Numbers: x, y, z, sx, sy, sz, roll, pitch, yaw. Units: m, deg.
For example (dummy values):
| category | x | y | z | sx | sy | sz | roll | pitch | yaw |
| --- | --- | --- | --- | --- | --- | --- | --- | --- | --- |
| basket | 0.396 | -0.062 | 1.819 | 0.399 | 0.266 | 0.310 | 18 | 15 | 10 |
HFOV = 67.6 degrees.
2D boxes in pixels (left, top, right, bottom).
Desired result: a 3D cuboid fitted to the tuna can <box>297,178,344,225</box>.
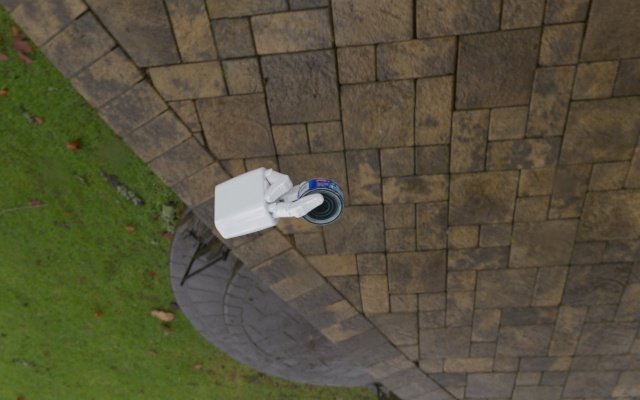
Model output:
| category | x | y | z | sx | sy | sz | roll | pitch | yaw |
| --- | --- | --- | --- | --- | --- | --- | --- | --- | --- |
| tuna can | 0.000 | 0.003 | 0.872 | 0.086 | 0.086 | 0.033 | 0 | 35 | -2 |
